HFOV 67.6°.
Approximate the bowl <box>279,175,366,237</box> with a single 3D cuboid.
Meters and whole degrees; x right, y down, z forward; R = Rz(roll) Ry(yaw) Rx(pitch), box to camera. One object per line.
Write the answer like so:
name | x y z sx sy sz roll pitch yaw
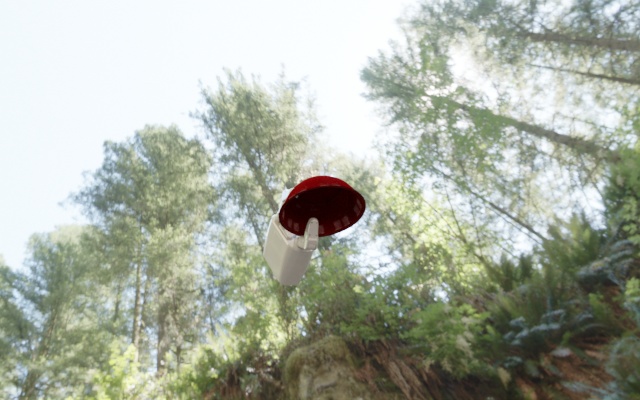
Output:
bowl | 0.001 0.002 0.886 0.162 0.055 0.162 -7 -36 -5
